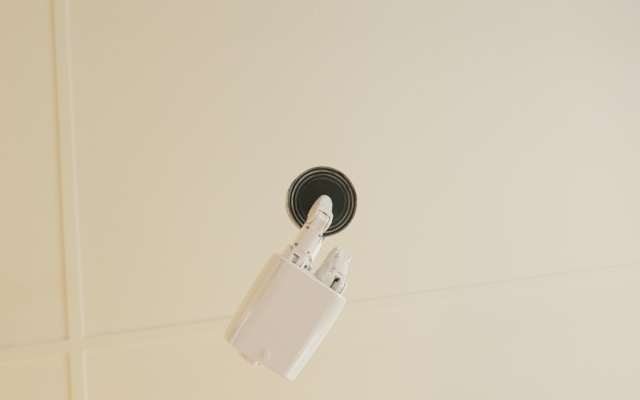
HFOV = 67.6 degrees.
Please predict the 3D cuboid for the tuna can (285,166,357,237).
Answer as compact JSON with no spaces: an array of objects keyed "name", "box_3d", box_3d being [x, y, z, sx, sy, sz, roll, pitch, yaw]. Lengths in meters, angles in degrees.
[{"name":"tuna can","box_3d":[0.000,0.002,0.592,0.086,0.086,0.034,0,-3,-11]}]
